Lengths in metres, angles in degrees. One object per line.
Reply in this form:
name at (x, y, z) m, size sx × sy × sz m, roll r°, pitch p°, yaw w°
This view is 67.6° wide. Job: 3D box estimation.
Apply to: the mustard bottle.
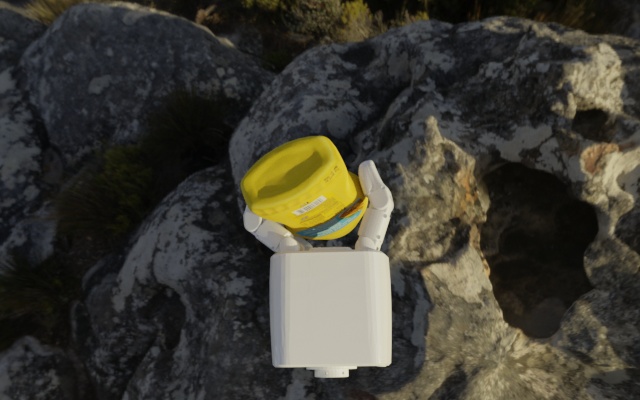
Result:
mustard bottle at (0.000, 0.001, 0.511) m, size 0.096 × 0.058 × 0.192 m, roll -30°, pitch -25°, yaw 9°
